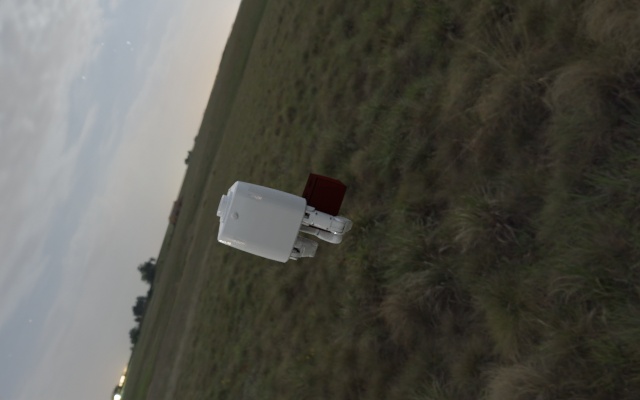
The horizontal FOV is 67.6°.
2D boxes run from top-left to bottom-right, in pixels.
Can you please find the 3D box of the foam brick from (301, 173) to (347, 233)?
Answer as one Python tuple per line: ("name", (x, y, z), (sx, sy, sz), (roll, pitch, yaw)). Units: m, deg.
("foam brick", (0.000, 0.002, 0.736), (0.051, 0.078, 0.053), (18, 7, -14))
